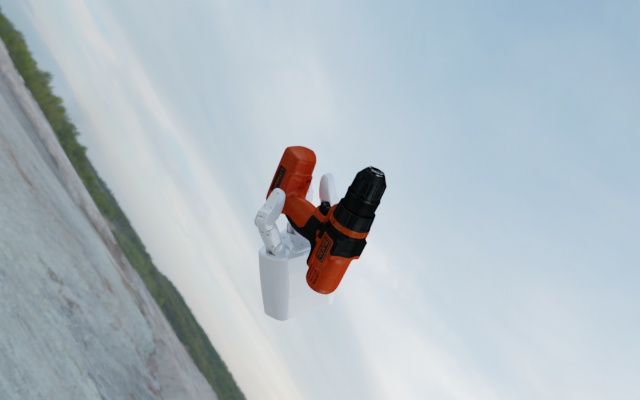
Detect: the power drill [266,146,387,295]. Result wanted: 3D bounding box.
[{"bbox_3d":[0.000,0.002,0.640,0.057,0.184,0.187,7,29,-35],"label":"power drill"}]
